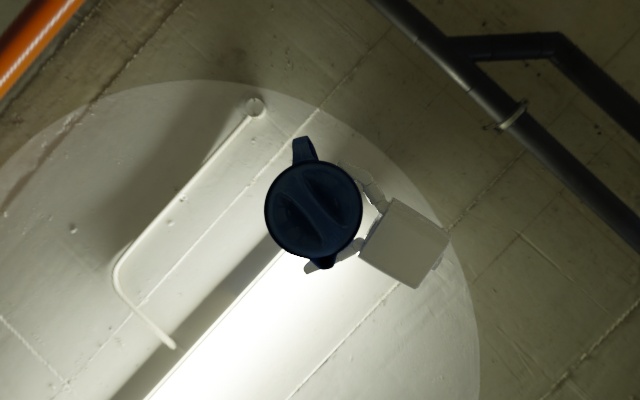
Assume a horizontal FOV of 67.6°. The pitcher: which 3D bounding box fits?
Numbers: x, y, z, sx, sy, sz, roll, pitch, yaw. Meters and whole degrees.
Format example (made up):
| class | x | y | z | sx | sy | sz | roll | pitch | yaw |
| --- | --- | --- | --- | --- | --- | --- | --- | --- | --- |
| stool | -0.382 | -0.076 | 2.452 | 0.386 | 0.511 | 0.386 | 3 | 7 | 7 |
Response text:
| class | x | y | z | sx | sy | sz | roll | pitch | yaw |
| --- | --- | --- | --- | --- | --- | --- | --- | --- | --- |
| pitcher | 0.000 | 0.003 | 0.744 | 0.145 | 0.149 | 0.243 | 31 | 3 | 5 |
